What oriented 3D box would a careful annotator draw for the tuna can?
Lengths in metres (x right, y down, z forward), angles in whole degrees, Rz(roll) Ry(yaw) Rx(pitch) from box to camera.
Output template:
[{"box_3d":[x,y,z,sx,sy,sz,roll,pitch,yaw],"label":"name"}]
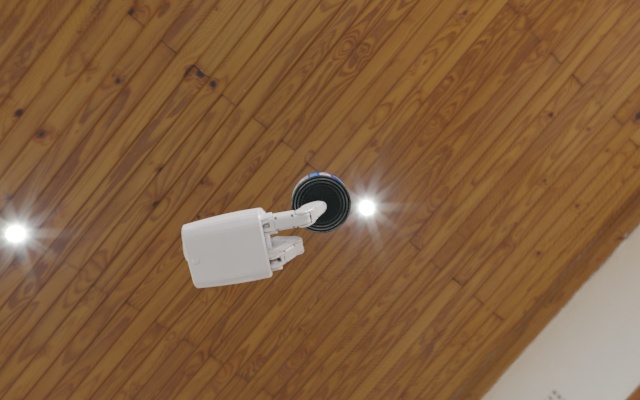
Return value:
[{"box_3d":[0.000,0.002,0.697,0.086,0.086,0.033,0,14,-3],"label":"tuna can"}]
